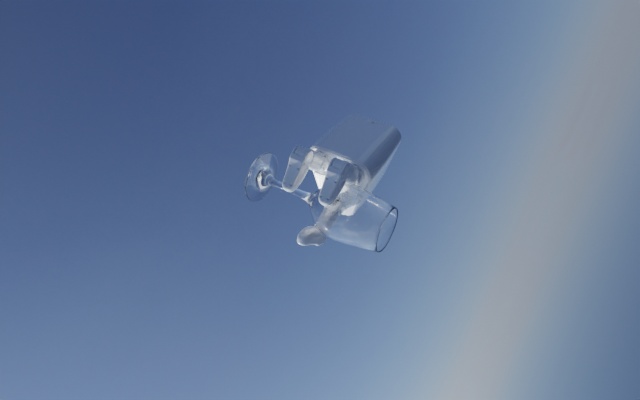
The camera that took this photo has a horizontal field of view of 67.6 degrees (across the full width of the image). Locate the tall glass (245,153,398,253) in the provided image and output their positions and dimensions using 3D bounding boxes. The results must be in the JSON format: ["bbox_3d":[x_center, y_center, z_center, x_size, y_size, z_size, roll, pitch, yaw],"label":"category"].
[{"bbox_3d":[-0.001,0.002,0.638,0.201,0.079,0.079,23,10,24],"label":"tall glass"}]
